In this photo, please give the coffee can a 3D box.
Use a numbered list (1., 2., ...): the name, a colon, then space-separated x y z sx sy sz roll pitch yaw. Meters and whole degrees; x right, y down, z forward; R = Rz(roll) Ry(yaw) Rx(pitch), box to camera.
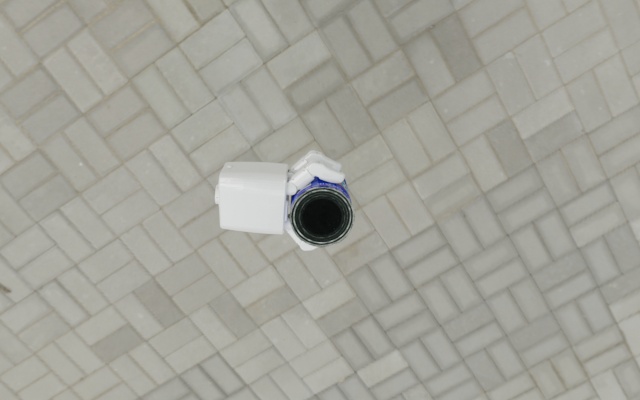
1. coffee can: 0.000 0.003 0.807 0.103 0.103 0.140 0 20 -2
